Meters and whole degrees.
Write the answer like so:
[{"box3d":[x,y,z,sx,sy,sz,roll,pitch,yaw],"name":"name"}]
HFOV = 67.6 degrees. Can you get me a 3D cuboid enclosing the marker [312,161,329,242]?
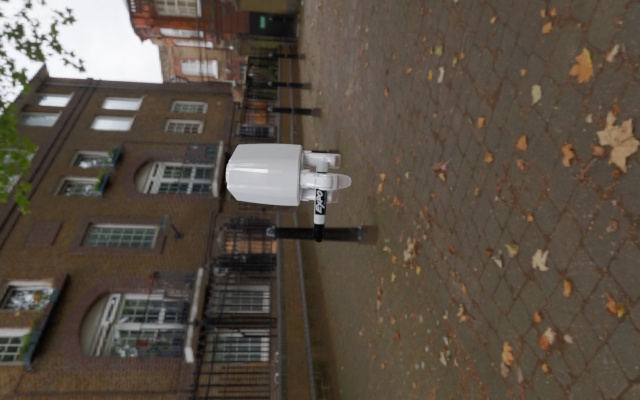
[{"box3d":[0.000,0.002,0.714,0.020,0.121,0.020,3,6,0],"name":"marker"}]
